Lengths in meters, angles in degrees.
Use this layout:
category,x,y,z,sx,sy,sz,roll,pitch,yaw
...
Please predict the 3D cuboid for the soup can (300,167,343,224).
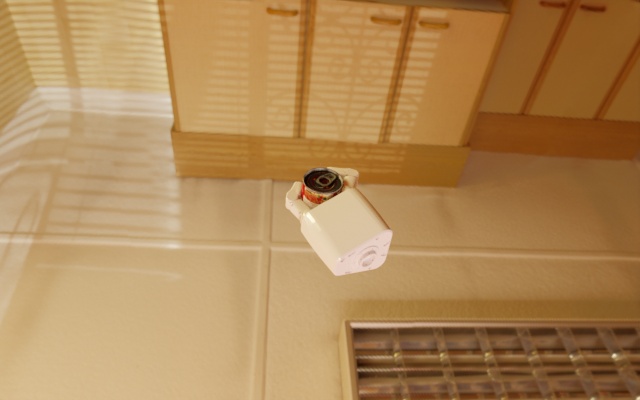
category,x,y,z,sx,sy,sz,roll,pitch,yaw
soup can,0.000,0.003,0.833,0.068,0.102,0.068,4,43,-3
